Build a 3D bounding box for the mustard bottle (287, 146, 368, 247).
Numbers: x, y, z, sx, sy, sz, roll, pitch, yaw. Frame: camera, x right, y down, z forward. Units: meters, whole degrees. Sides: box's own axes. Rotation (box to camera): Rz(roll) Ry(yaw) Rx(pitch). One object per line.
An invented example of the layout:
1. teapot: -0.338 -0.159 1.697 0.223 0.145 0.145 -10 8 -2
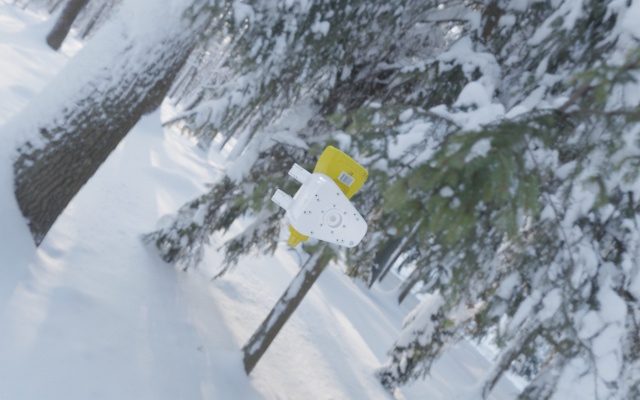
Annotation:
1. mustard bottle: 0.000 0.003 0.872 0.096 0.191 0.058 33 2 -37
